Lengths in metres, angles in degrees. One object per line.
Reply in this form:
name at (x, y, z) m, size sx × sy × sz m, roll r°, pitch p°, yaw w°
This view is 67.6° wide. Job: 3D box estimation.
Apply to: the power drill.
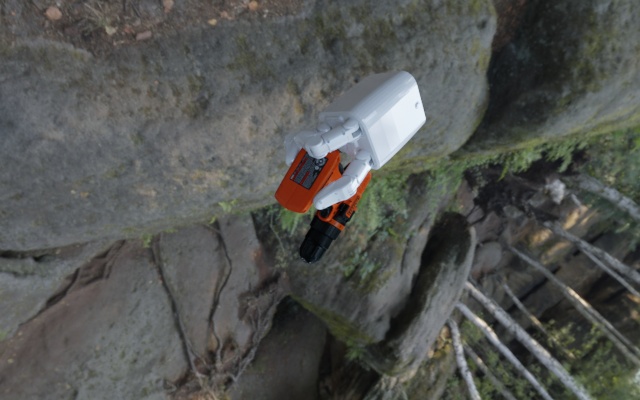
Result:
power drill at (0.000, 0.002, 0.718) m, size 0.057 × 0.184 × 0.188 m, roll 27°, pitch -5°, yaw 22°
